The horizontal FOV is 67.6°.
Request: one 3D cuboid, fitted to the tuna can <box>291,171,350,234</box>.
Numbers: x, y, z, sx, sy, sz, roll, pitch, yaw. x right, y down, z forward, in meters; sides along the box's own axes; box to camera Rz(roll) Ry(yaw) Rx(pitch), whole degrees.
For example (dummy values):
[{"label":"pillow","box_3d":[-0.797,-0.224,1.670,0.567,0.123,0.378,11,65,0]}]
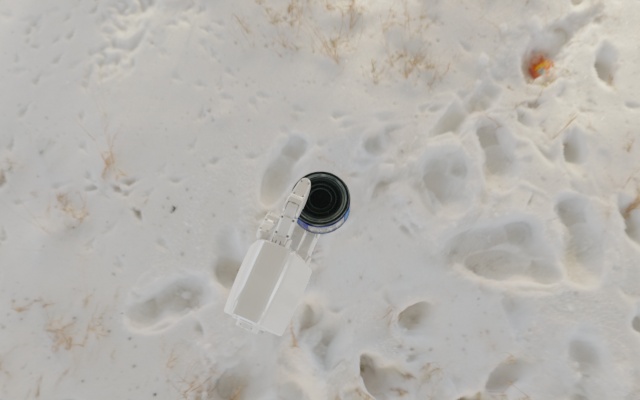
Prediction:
[{"label":"tuna can","box_3d":[0.000,0.002,0.678,0.086,0.086,0.034,0,-22,2]}]
